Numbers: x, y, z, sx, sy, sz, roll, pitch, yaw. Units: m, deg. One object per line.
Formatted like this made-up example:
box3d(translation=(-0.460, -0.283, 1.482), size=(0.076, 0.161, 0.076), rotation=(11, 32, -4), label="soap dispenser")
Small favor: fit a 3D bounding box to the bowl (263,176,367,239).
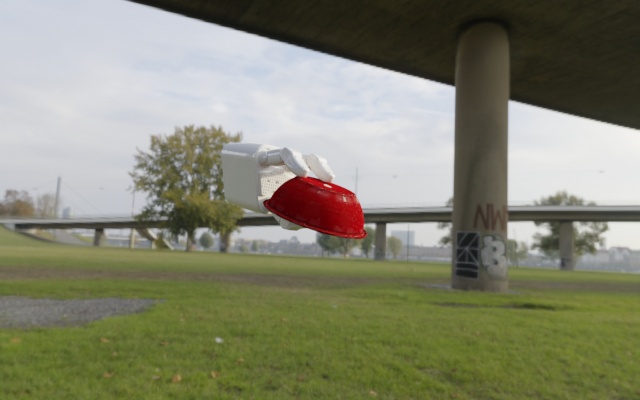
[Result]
box3d(translation=(0.001, 0.002, 0.706), size=(0.162, 0.055, 0.162), rotation=(18, 9, -3), label="bowl")
